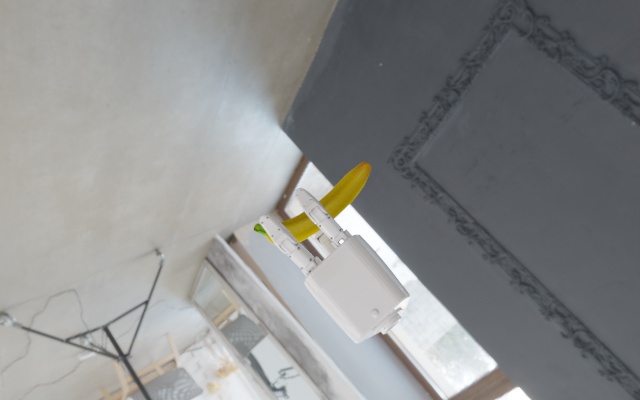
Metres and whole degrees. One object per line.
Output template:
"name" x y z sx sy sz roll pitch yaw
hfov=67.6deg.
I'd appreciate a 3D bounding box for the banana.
"banana" -0.003 0.014 0.695 0.198 0.037 0.070 -32 -27 -19
